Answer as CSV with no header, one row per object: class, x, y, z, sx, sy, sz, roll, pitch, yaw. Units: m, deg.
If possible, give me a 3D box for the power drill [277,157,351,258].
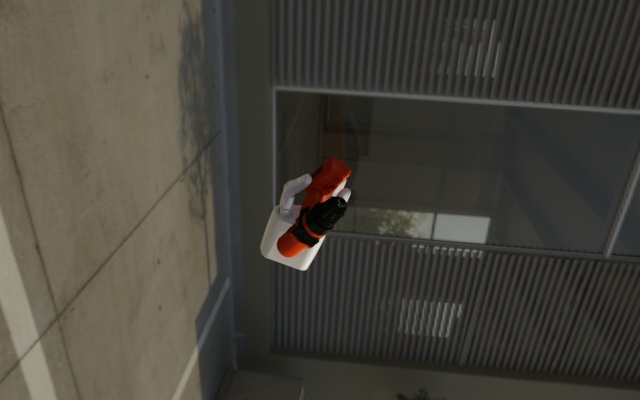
power drill,0.000,0.003,0.889,0.057,0.187,0.184,39,-48,-15
